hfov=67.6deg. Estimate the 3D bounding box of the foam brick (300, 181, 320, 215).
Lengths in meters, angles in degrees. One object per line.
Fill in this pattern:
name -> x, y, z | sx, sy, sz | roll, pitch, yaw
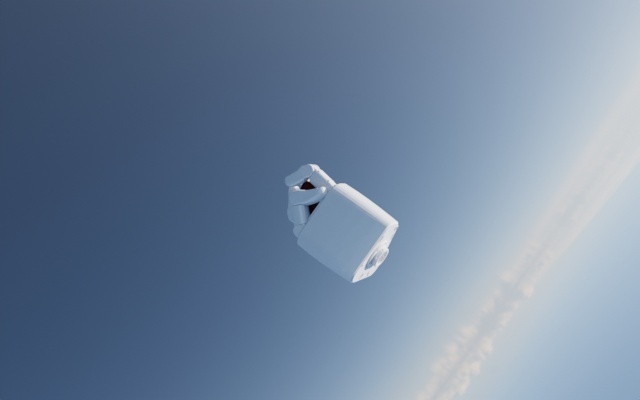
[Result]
foam brick -> 0.000, 0.002, 0.779 | 0.051, 0.053, 0.078 | 35, 18, 23
